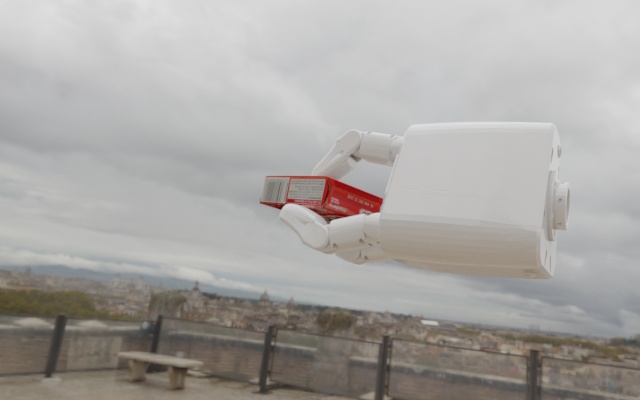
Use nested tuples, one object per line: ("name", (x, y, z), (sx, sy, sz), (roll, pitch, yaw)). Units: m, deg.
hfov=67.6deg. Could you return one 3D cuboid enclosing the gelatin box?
("gelatin box", (0.000, 0.001, 0.439), (0.089, 0.030, 0.073), (4, -12, 46))
